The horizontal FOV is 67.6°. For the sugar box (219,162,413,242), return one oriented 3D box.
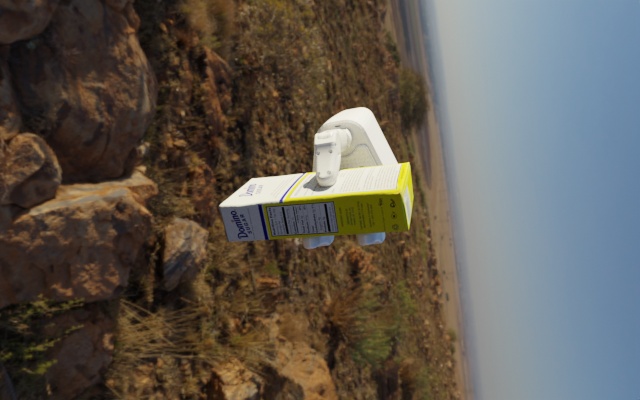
[{"bbox_3d":[0.000,0.002,0.476,0.176,0.048,0.093,-7,18,17],"label":"sugar box"}]
